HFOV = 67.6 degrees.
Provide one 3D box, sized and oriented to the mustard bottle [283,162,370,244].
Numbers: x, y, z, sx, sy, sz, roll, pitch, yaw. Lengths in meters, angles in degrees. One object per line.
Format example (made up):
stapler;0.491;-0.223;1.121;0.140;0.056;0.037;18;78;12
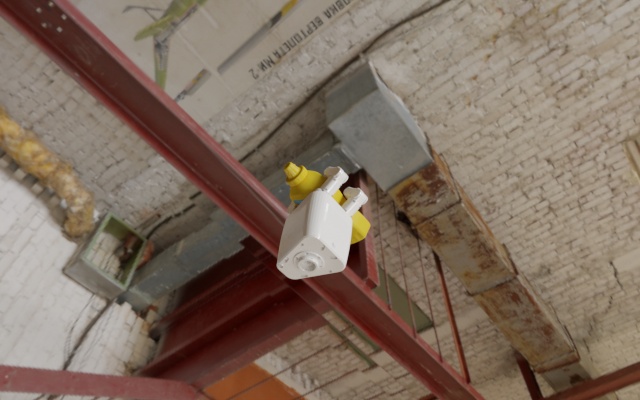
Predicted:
mustard bottle;0.000;0.003;0.868;0.096;0.058;0.192;-10;-48;48
